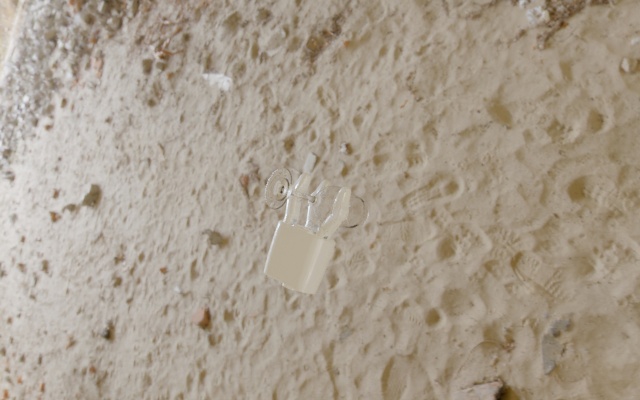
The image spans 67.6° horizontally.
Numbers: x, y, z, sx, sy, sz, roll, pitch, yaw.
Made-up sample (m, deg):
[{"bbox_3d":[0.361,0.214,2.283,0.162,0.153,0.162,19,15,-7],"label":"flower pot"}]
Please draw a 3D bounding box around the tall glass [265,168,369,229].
[{"bbox_3d":[0.000,0.003,0.882,0.201,0.079,0.079,17,-11,-40],"label":"tall glass"}]
